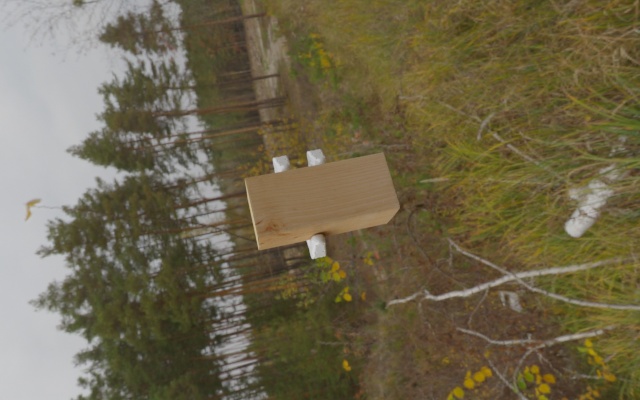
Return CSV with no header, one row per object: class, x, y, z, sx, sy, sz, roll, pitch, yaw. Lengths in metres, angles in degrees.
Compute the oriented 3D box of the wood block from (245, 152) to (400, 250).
wood block,0.000,0.003,0.712,0.206,0.090,0.090,-12,-17,-10
